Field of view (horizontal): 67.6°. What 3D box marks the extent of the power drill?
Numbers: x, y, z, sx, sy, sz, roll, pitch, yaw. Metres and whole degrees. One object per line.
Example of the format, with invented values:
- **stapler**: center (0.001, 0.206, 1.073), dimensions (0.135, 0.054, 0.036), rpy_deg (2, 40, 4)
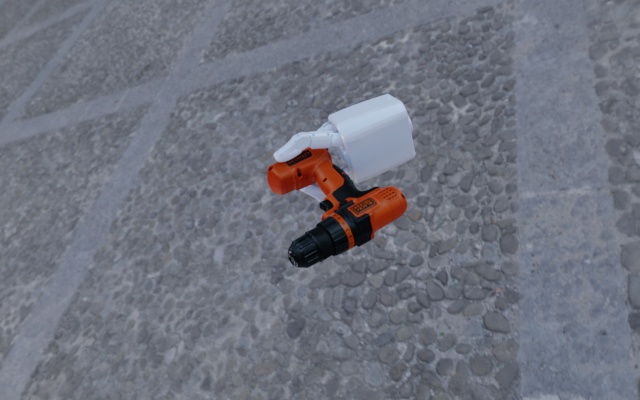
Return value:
- **power drill**: center (0.000, 0.002, 0.683), dimensions (0.184, 0.057, 0.187), rpy_deg (-26, 46, -23)
